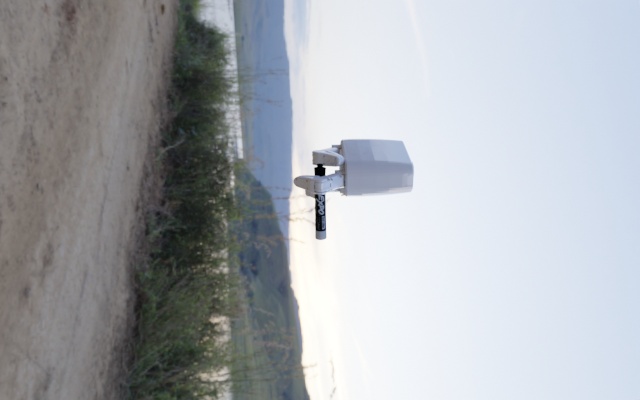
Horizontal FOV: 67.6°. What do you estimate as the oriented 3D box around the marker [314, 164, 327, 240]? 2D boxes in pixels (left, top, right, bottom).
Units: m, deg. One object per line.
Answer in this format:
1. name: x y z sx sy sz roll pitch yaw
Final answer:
1. marker: 0.000 0.002 0.739 0.020 0.121 0.020 -1 18 0
